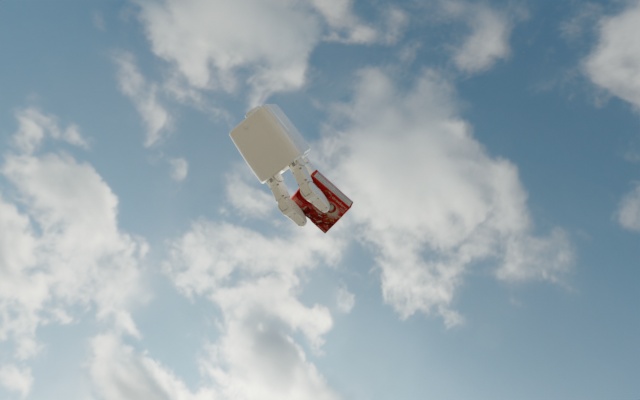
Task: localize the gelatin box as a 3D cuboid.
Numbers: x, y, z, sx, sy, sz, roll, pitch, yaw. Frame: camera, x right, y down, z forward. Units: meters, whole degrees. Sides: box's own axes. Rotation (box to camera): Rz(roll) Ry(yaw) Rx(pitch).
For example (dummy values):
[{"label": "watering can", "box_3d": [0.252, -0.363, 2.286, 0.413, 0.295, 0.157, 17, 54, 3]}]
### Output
[{"label": "gelatin box", "box_3d": [0.001, 0.003, 0.834, 0.073, 0.089, 0.030, -47, 4, 29]}]
